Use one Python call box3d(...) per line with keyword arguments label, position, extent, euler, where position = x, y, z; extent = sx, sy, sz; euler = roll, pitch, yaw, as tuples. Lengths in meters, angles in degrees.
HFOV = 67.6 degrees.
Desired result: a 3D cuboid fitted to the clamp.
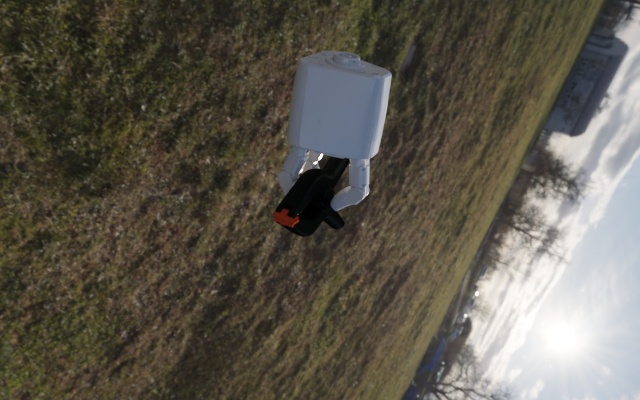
box3d(label="clamp", position=(0.001, 0.002, 0.670), extent=(0.036, 0.165, 0.210), euler=(19, 31, 21))
